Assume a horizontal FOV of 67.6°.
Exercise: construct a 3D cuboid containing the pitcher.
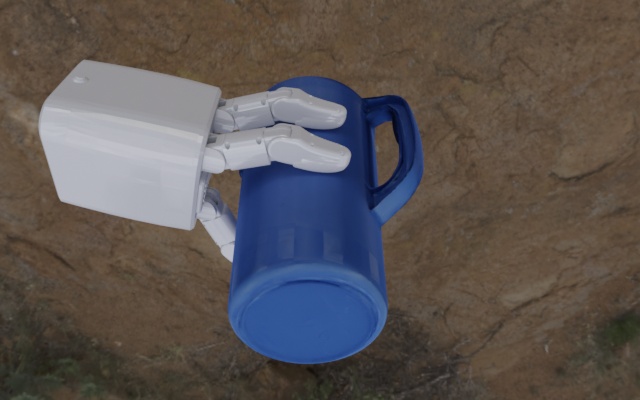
[{"bbox_3d":[0.000,0.001,0.403,0.145,0.149,0.242,14,38,-12],"label":"pitcher"}]
